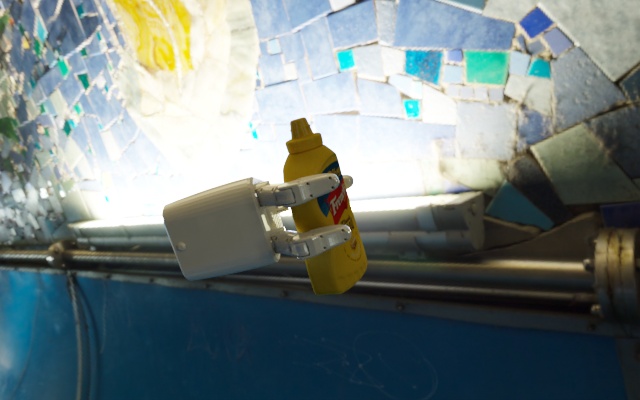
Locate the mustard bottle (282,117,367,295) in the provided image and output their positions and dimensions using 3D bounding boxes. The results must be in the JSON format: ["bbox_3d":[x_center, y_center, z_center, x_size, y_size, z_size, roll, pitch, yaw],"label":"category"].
[{"bbox_3d":[0.000,0.002,0.537,0.058,0.192,0.096,-9,16,28],"label":"mustard bottle"}]
